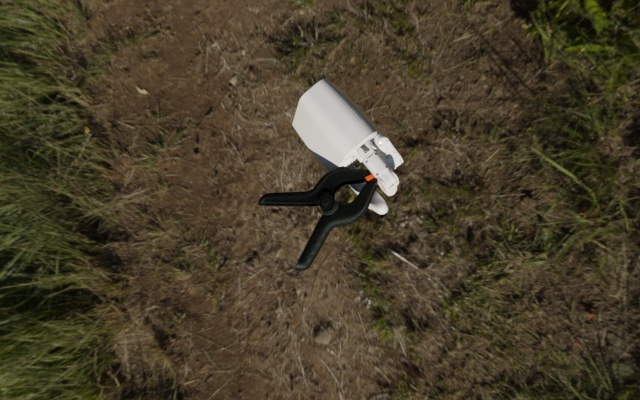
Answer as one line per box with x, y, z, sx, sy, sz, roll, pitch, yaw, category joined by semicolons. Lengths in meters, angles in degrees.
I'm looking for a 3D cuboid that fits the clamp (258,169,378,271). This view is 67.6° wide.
0.000;0.002;0.666;0.171;0.120;0.039;-39;-6;-3;clamp
